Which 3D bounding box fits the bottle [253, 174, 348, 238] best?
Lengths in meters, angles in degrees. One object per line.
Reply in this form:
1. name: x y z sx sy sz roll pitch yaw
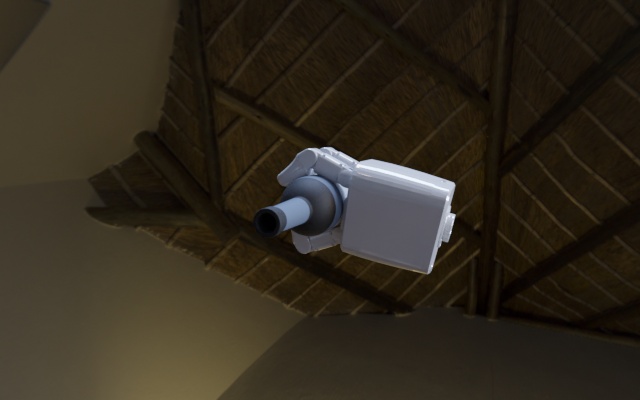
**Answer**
1. bottle: 0.000 0.002 0.562 0.069 0.069 0.295 0 7 19
